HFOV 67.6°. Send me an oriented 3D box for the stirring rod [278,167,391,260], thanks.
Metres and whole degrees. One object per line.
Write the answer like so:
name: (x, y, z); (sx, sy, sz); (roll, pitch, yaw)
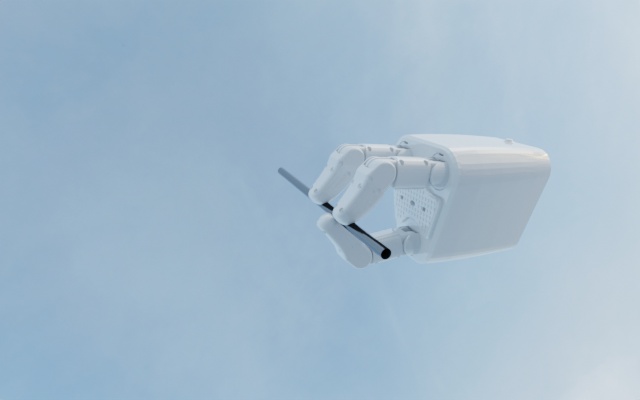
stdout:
stirring rod: (0.000, 0.001, 0.426); (0.011, 0.011, 0.239); (0, 17, -22)
